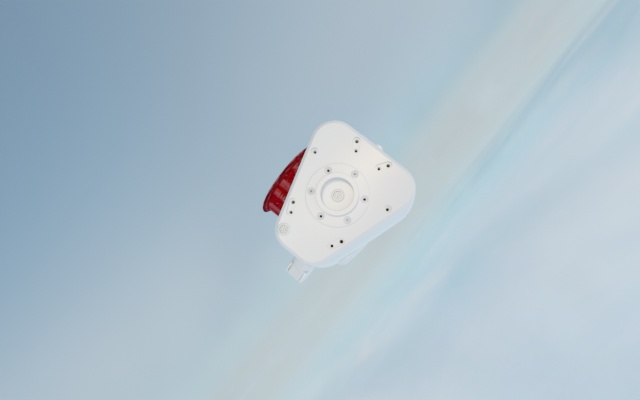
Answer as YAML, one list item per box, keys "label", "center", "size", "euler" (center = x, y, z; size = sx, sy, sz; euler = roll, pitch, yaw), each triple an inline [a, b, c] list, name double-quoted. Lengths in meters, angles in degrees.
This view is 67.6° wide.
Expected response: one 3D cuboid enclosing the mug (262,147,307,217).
- label: "mug"
  center: [0.000, 0.002, 0.522]
  size: [0.081, 0.093, 0.117]
  euler: [39, -2, 9]
